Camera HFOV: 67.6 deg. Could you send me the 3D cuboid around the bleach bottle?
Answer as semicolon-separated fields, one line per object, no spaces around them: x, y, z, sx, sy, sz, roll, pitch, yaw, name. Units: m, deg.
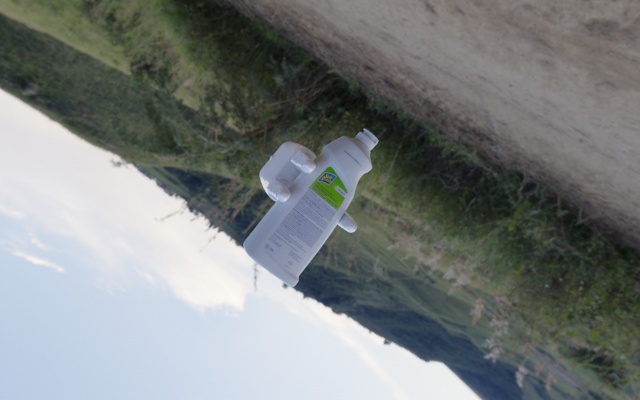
0.000;0.002;0.715;0.102;0.251;0.068;40;1;-23;bleach bottle
